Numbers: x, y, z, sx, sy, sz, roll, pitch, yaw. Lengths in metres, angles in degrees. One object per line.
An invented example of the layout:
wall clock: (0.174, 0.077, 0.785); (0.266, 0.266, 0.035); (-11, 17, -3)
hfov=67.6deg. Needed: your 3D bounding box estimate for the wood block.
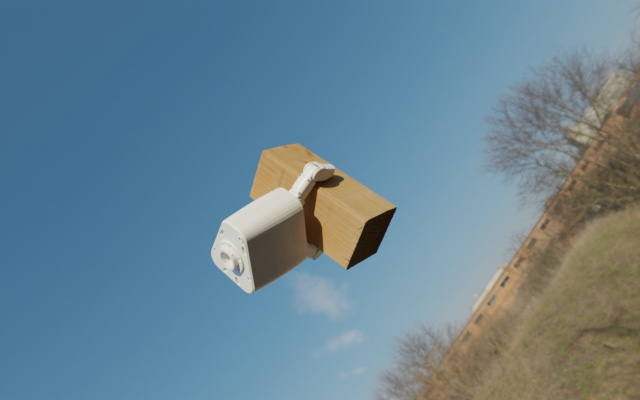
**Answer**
wood block: (0.000, 0.002, 0.740); (0.206, 0.091, 0.090); (35, 32, 26)
